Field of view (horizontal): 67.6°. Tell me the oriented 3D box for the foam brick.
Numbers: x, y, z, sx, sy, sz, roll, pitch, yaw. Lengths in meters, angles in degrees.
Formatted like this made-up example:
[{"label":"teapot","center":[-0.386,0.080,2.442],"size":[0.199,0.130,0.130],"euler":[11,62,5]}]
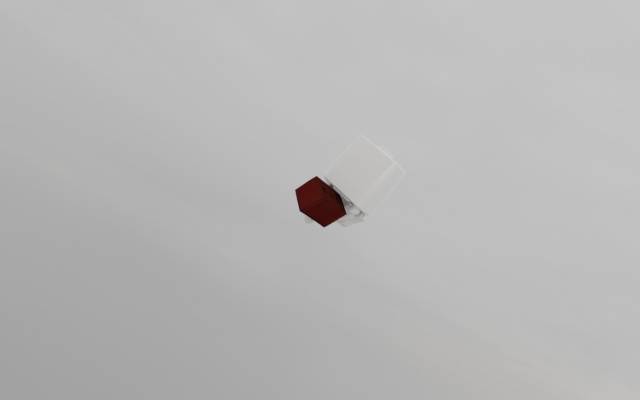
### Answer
[{"label":"foam brick","center":[0.000,0.003,0.853],"size":[0.051,0.053,0.078],"euler":[-32,-40,20]}]
